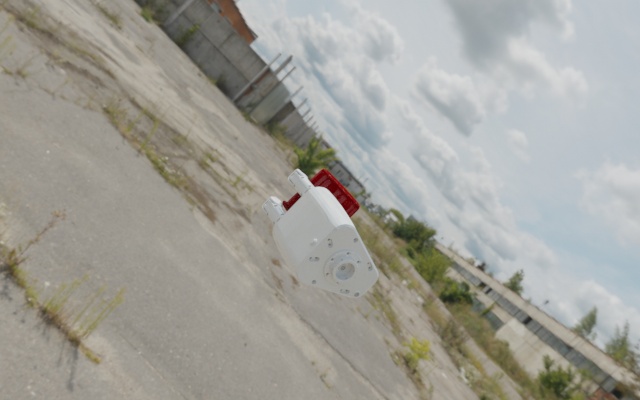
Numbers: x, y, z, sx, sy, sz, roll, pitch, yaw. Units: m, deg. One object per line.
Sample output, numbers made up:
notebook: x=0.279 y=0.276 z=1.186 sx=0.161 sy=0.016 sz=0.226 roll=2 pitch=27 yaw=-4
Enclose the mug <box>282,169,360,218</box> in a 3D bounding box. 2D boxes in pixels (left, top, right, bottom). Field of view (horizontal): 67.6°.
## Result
mug: x=0.000 y=0.002 z=0.723 sx=0.093 sy=0.081 sz=0.117 roll=43 pitch=6 yaw=-32
